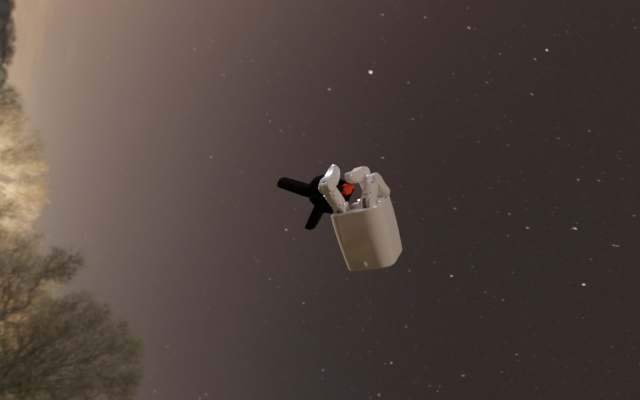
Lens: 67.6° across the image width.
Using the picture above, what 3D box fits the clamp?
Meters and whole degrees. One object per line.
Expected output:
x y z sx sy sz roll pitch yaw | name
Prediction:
0.001 0.002 0.900 0.171 0.120 0.039 -3 37 46 | clamp
